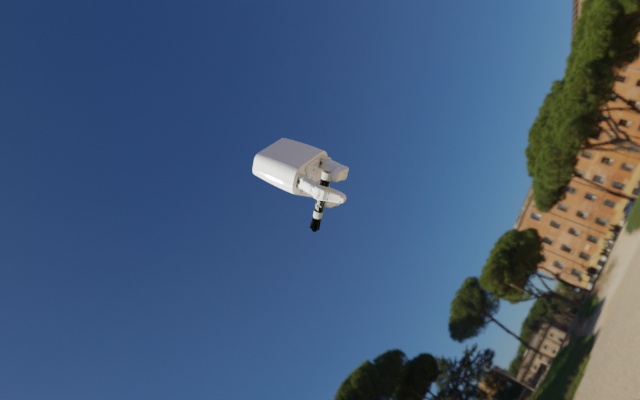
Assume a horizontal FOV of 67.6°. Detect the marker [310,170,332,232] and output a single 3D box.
[{"bbox_3d":[0.000,0.003,0.890,0.020,0.121,0.020,11,20,-4],"label":"marker"}]
